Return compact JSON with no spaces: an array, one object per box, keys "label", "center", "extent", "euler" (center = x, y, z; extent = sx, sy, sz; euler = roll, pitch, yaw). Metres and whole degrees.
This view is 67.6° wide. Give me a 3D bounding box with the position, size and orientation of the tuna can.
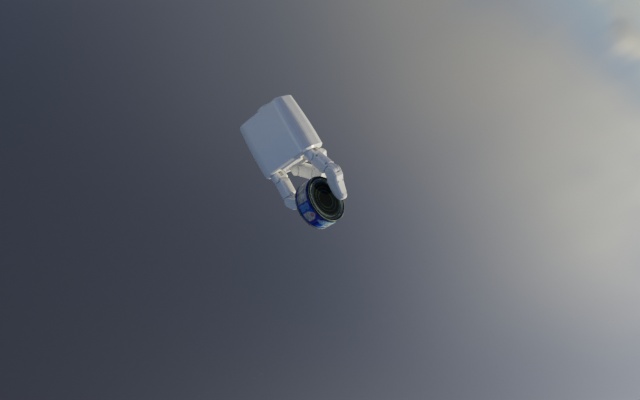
[{"label":"tuna can","center":[0.001,0.002,0.805],"extent":[0.086,0.086,0.034],"euler":[0,-23,-46]}]
